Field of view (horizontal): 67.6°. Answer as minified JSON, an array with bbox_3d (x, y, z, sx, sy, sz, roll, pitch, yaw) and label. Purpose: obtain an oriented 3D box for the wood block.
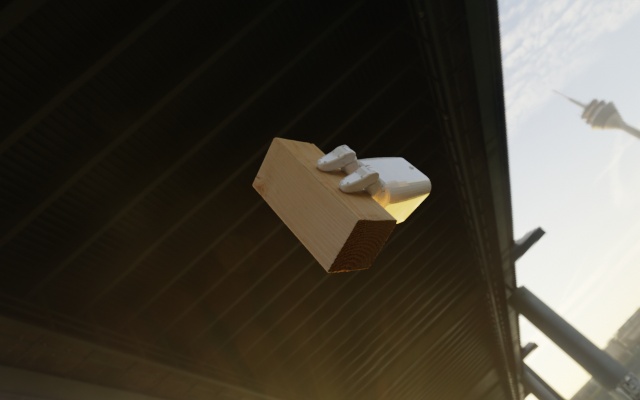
[{"bbox_3d":[0.000,0.002,0.704,0.090,0.091,0.206,3,33,-45],"label":"wood block"}]
